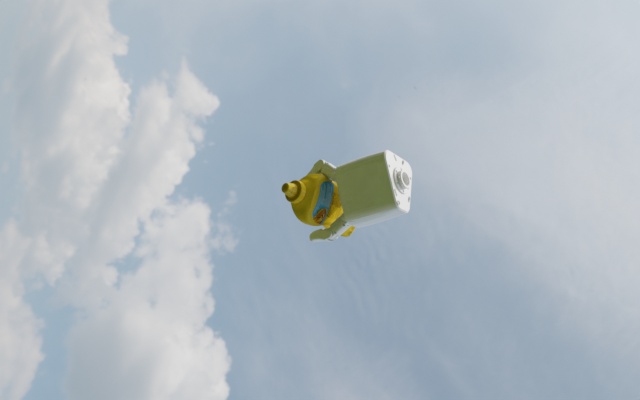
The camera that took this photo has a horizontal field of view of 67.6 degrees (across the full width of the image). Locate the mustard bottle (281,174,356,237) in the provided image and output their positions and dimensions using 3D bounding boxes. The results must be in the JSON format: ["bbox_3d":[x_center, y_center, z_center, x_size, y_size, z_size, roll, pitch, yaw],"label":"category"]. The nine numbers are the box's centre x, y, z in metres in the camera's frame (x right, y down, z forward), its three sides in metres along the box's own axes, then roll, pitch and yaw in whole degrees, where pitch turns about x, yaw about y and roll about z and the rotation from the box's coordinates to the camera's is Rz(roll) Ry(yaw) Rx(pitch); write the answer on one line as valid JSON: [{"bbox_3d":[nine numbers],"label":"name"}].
[{"bbox_3d":[0.000,0.003,0.891,0.058,0.096,0.192,14,-6,43],"label":"mustard bottle"}]
